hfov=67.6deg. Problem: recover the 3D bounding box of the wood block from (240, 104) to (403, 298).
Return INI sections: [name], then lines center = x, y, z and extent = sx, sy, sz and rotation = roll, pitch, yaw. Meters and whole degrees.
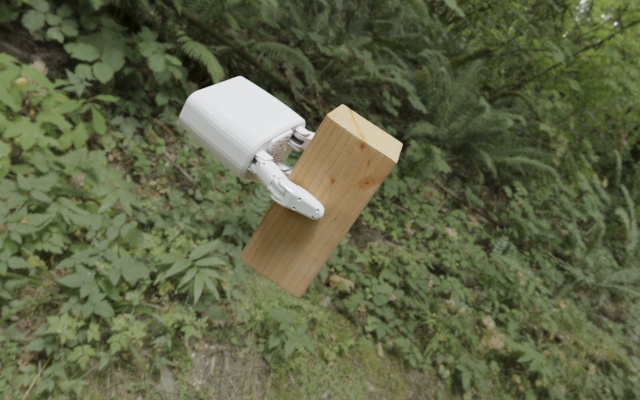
[wood block]
center = 0.000, 0.002, 0.570
extent = 0.090, 0.206, 0.090
rotation = 34, 24, 1
